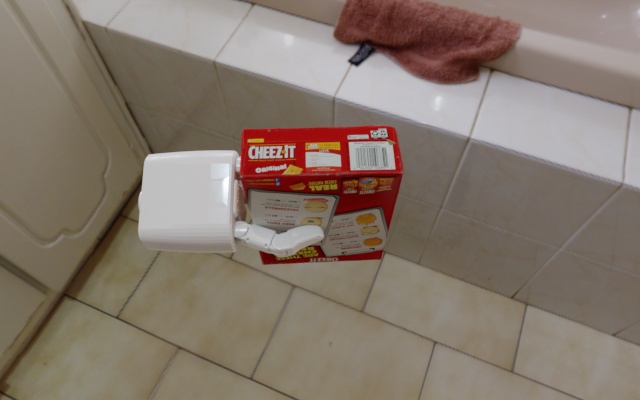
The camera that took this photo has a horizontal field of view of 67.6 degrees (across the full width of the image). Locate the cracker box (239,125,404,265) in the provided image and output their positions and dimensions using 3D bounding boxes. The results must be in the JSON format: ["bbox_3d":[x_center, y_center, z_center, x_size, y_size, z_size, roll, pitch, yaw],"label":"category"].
[{"bbox_3d":[0.000,0.002,0.572,0.164,0.072,0.214,-2,-31,-1],"label":"cracker box"}]
